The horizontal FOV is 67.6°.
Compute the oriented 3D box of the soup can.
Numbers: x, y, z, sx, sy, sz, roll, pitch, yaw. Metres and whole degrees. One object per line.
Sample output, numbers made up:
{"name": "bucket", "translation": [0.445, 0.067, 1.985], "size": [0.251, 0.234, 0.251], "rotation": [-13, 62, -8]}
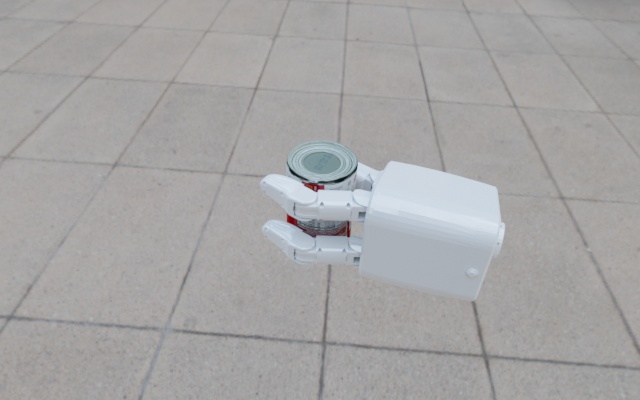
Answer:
{"name": "soup can", "translation": [0.000, 0.001, 0.469], "size": [0.068, 0.102, 0.068], "rotation": [1, 40, -1]}
